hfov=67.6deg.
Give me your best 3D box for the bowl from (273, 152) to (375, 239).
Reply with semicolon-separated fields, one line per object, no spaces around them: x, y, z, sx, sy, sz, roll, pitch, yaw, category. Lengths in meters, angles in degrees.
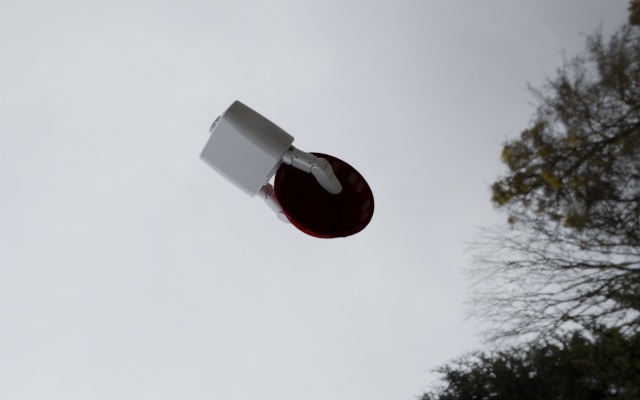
0.001;0.004;0.740;0.162;0.162;0.055;0;-36;-22;bowl
